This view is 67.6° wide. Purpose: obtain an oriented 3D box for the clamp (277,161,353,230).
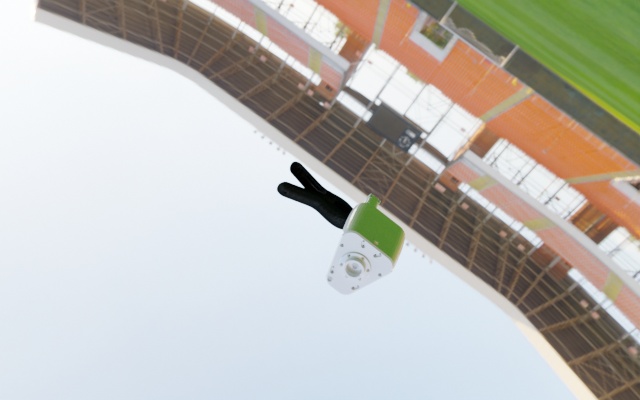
[{"bbox_3d":[0.000,0.003,0.817,0.171,0.039,0.120,37,30,2],"label":"clamp"}]
